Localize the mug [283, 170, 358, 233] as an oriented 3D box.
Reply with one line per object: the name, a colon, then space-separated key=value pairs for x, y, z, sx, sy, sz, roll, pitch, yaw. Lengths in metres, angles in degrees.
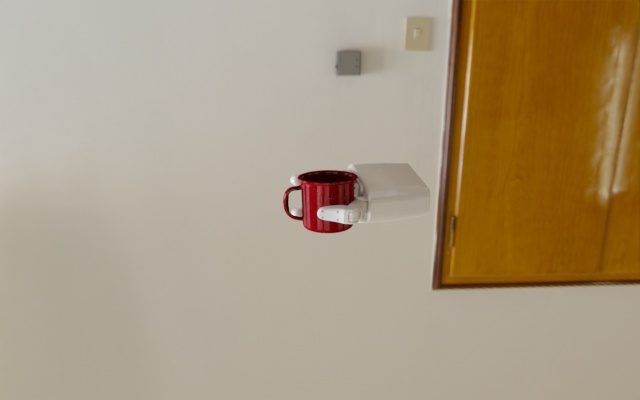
mug: x=-0.001 y=0.003 z=0.742 sx=0.117 sy=0.081 sz=0.093 roll=-5 pitch=16 yaw=-13
